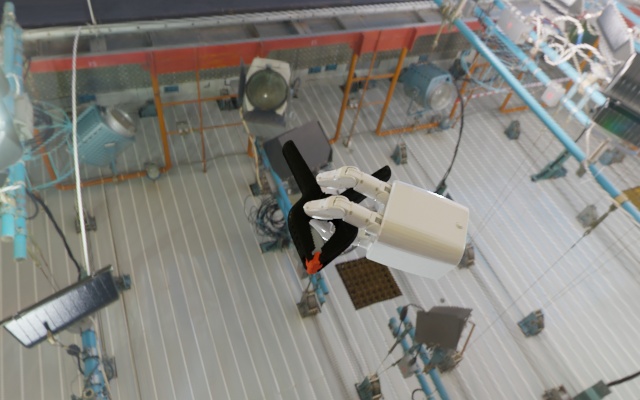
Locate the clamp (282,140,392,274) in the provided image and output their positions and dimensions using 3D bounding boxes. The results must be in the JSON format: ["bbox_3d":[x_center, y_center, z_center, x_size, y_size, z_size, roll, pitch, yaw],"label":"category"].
[{"bbox_3d":[0.000,0.003,0.653,0.164,0.209,0.036,19,-39,4],"label":"clamp"}]
